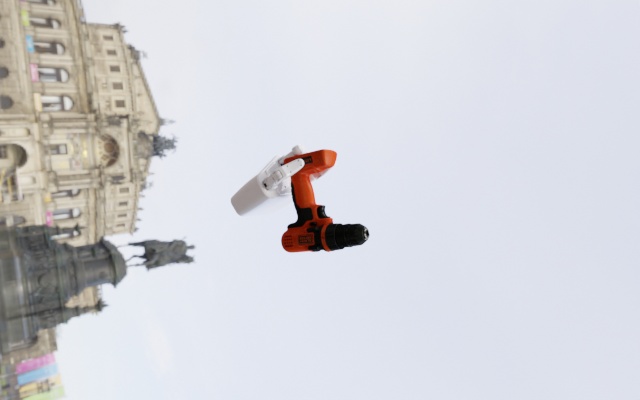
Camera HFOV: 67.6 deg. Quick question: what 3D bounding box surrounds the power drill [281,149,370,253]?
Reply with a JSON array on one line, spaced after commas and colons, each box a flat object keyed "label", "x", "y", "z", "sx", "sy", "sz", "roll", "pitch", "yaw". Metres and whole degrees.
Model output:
[{"label": "power drill", "x": 0.000, "y": 0.003, "z": 0.892, "sx": 0.184, "sy": 0.187, "sz": 0.057, "roll": -9, "pitch": -8, "yaw": 31}]
